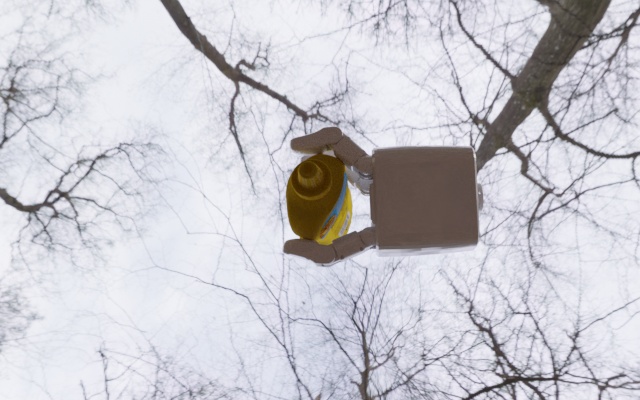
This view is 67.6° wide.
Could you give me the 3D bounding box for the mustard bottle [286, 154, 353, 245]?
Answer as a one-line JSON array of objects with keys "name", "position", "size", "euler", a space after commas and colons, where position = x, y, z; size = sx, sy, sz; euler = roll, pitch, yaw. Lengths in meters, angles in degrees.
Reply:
[{"name": "mustard bottle", "position": [0.000, 0.002, 0.541], "size": [0.058, 0.096, 0.192], "euler": [21, -15, 13]}]
